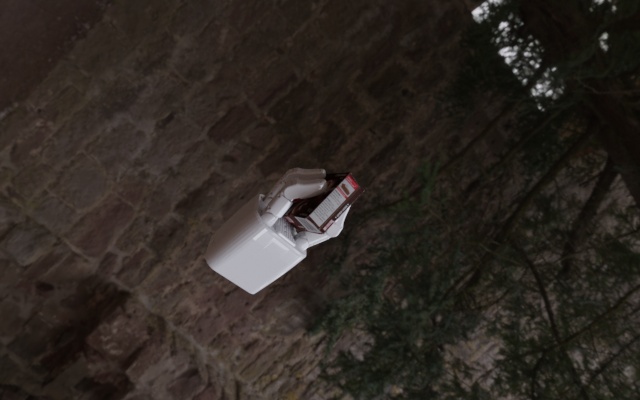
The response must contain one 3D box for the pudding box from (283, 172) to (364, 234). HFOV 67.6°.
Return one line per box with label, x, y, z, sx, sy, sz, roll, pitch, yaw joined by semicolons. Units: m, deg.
pudding box;0.000;0.002;0.687;0.090;0.039;0.113;-47;19;-15
